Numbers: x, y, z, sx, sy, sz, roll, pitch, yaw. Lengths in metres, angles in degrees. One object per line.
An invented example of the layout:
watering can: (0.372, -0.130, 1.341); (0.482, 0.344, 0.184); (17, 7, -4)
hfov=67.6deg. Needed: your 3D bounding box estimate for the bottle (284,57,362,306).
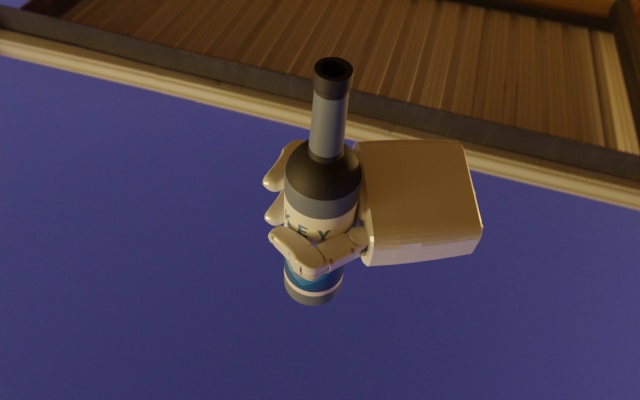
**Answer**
bottle: (0.000, 0.002, 0.437); (0.069, 0.069, 0.296); (0, -38, -4)
